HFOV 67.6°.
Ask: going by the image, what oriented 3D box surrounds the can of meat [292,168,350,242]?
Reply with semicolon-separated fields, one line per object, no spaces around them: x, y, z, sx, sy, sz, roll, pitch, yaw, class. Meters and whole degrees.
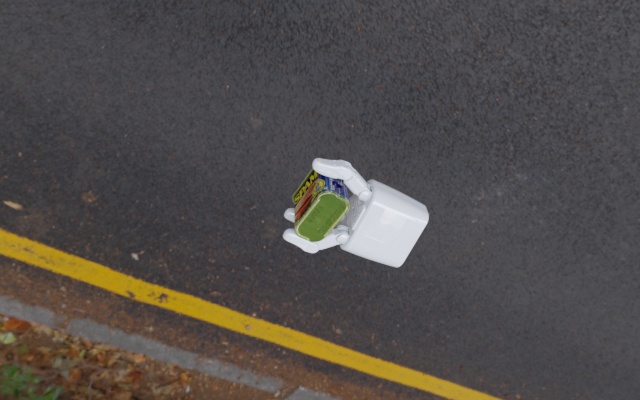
0.000;0.003;0.732;0.057;0.102;0.084;25;32;-21;can of meat
